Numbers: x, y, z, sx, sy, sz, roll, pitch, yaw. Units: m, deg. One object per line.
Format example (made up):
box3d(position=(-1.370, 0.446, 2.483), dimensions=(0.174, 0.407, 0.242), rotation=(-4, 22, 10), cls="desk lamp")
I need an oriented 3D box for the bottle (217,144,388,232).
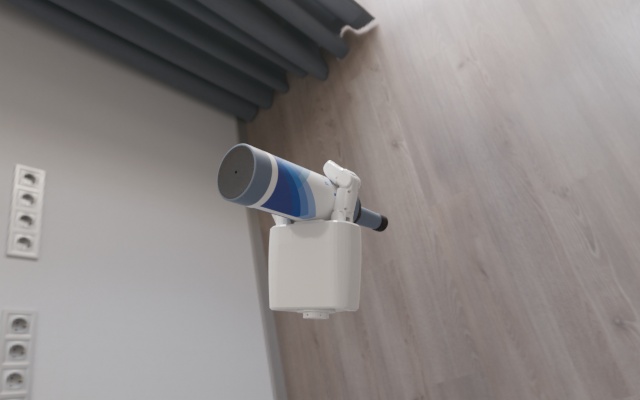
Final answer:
box3d(position=(0.000, 0.002, 0.636), dimensions=(0.069, 0.069, 0.296), rotation=(0, -13, 41), cls="bottle")
